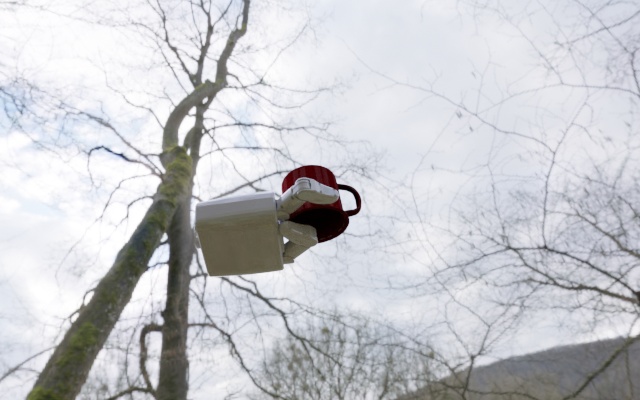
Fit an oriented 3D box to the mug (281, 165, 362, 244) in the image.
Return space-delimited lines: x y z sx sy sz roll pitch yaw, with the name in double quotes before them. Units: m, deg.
"mug" 0.002 0.002 0.679 0.117 0.081 0.093 -7 -36 -5
